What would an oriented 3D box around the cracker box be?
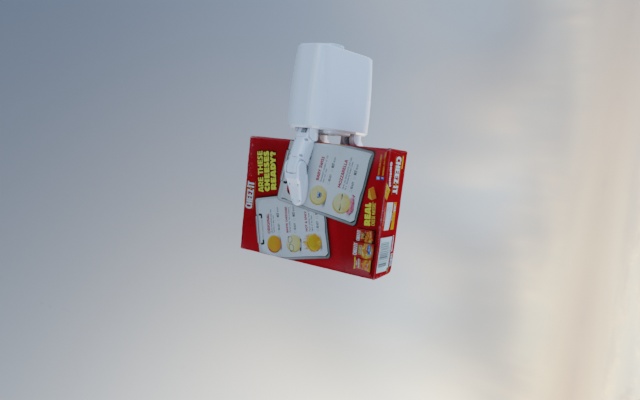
[{"bbox_3d":[0.000,0.002,0.652,0.213,0.164,0.072,9,6,30],"label":"cracker box"}]
